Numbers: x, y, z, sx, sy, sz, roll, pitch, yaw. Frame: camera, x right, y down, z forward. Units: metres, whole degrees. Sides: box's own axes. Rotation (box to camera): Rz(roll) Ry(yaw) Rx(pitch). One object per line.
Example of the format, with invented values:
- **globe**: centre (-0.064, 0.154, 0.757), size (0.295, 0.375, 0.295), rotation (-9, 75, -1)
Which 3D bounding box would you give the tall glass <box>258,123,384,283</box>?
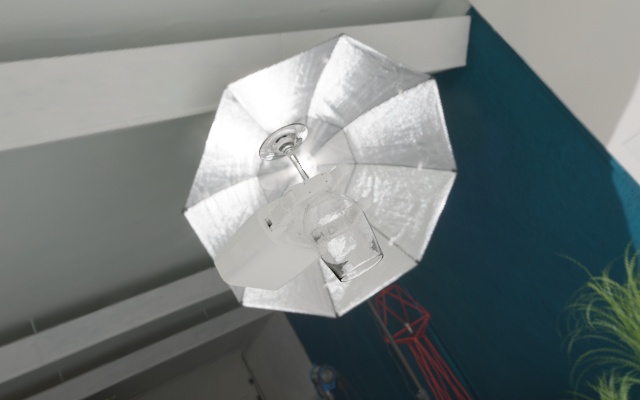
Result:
- **tall glass**: centre (0.000, 0.001, 0.601), size (0.079, 0.201, 0.079), rotation (-28, -20, -11)
